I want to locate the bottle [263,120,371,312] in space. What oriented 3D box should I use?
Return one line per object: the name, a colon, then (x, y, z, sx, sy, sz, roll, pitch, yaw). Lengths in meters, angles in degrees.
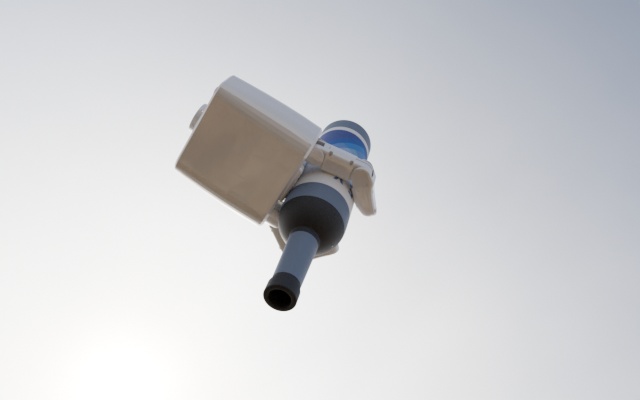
bottle: (0.000, 0.002, 0.489, 0.069, 0.069, 0.295, 0, 30, 14)
